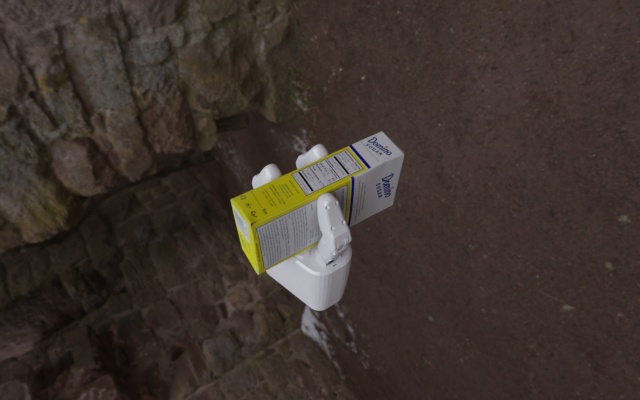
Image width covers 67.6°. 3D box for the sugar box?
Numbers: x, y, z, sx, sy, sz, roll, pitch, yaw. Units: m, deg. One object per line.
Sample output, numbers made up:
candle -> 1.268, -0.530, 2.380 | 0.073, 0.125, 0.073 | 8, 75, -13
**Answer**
sugar box -> 0.000, 0.001, 0.498 | 0.176, 0.048, 0.093 | -28, -31, -20
